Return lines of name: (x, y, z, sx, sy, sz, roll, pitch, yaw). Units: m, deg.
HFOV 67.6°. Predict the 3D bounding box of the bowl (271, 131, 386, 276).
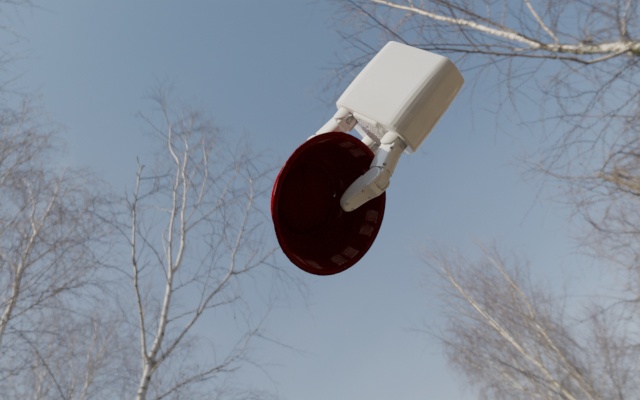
bowl: (-0.001, 0.003, 0.549, 0.162, 0.162, 0.055, 0, 7, -38)
